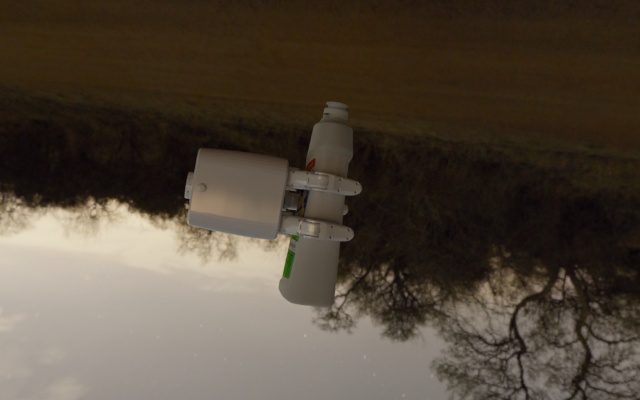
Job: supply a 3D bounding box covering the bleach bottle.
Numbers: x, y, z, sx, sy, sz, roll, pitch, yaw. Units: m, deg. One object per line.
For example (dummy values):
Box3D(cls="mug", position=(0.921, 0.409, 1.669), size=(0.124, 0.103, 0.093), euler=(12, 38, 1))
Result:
Box3D(cls="bleach bottle", position=(0.000, 0.002, 0.612), size=(0.068, 0.251, 0.102), euler=(9, -1, -11))
